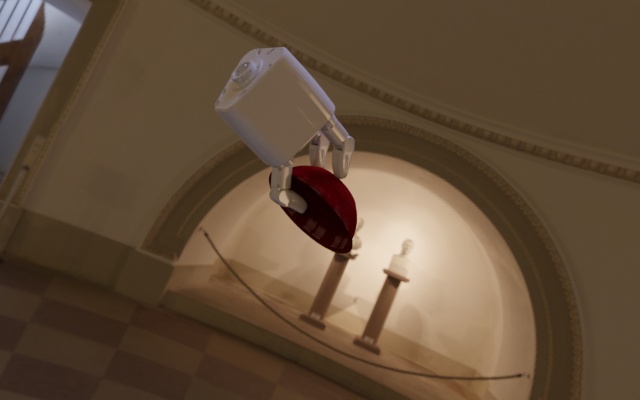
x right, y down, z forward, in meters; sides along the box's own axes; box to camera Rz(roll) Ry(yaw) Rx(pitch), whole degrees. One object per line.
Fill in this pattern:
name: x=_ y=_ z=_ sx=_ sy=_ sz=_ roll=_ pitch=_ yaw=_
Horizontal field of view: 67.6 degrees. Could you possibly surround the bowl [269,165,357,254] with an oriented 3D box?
bowl: x=0.001 y=0.003 z=0.702 sx=0.055 sy=0.162 sz=0.162 roll=-45 pitch=20 yaw=-22
